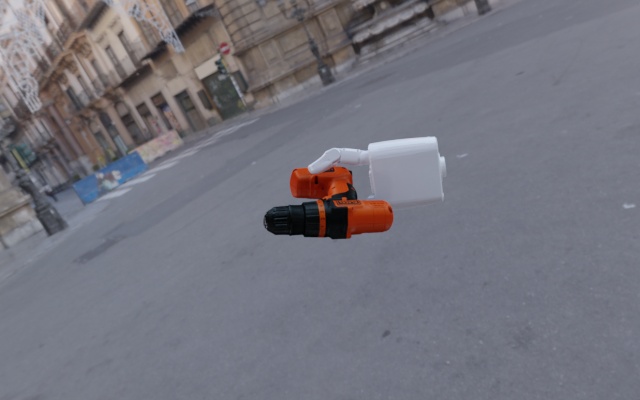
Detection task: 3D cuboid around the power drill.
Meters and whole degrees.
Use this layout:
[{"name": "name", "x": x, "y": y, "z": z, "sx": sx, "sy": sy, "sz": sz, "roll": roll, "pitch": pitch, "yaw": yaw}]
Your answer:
[{"name": "power drill", "x": 0.000, "y": 0.002, "z": 0.735, "sx": 0.184, "sy": 0.057, "sz": 0.187, "roll": 0, "pitch": 23, "yaw": -11}]
